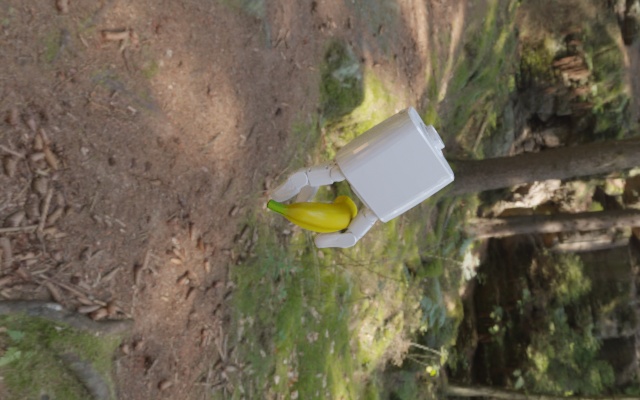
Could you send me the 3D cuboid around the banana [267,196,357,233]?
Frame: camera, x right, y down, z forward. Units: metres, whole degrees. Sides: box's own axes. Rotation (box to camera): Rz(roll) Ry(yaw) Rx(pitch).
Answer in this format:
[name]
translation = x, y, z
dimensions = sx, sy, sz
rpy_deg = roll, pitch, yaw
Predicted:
[banana]
translation = 0.011, 0.014, 0.644
dimensions = 0.069, 0.037, 0.198
rpy_deg = 42, 19, 22
